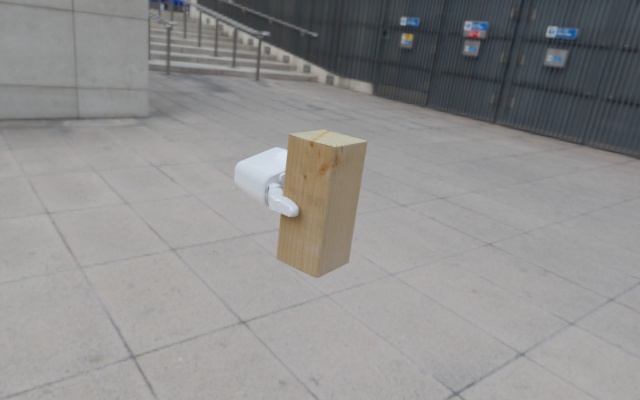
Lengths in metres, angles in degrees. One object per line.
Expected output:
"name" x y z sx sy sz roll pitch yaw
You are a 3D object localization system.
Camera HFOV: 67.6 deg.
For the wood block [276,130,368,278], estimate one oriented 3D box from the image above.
"wood block" 0.000 0.002 0.749 0.090 0.206 0.091 20 23 34
